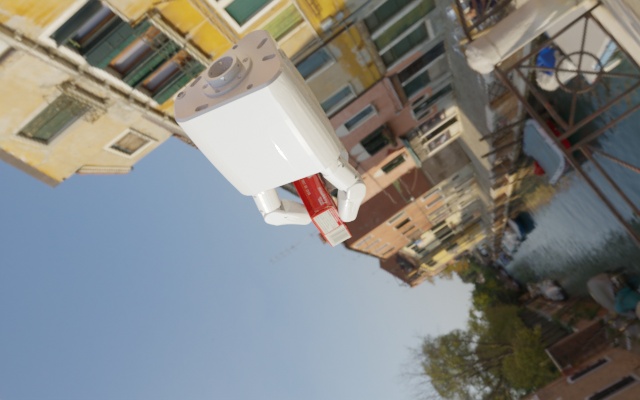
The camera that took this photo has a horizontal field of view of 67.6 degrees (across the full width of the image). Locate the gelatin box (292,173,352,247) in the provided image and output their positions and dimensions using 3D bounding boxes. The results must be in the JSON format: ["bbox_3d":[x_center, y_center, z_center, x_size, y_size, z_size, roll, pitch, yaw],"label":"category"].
[{"bbox_3d":[0.000,0.002,0.539,0.030,0.073,0.089,-28,-31,3],"label":"gelatin box"}]
